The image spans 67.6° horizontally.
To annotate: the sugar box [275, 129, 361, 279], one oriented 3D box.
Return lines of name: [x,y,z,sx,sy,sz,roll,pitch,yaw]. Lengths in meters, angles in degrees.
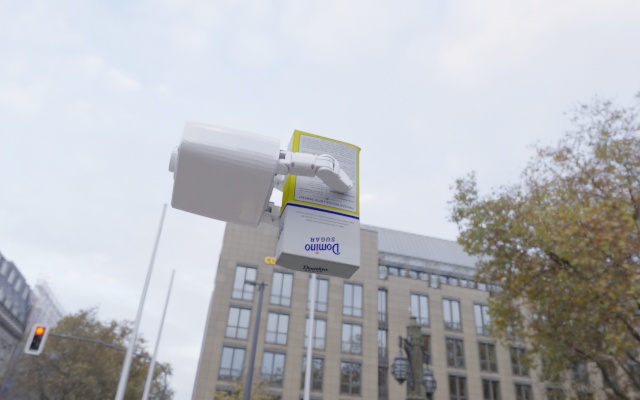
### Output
sugar box: [0.000,0.002,0.582,0.093,0.176,0.048,13,-32,-13]
